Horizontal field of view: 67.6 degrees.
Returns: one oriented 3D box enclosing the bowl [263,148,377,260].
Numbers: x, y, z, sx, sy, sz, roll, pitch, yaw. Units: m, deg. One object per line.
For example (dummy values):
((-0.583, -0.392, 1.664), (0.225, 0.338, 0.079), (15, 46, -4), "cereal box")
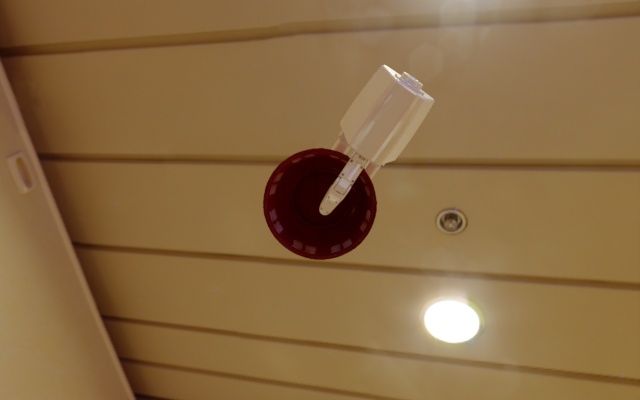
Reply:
((-0.001, 0.003, 0.700), (0.162, 0.162, 0.055), (0, 10, 3), "bowl")
